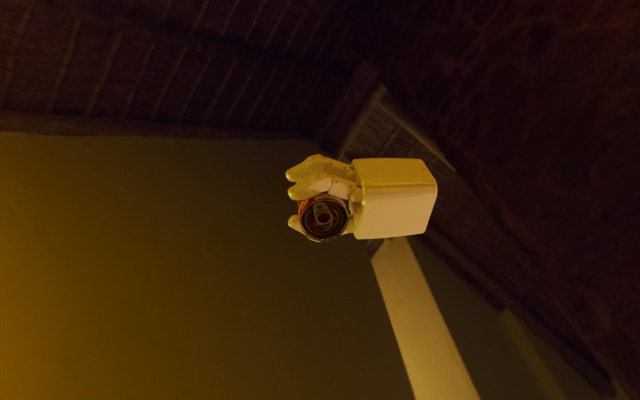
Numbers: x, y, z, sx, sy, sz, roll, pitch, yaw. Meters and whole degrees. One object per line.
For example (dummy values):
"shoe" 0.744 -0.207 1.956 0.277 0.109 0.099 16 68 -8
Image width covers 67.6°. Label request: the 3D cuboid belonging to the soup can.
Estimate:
"soup can" 0.000 0.002 0.692 0.068 0.068 0.102 0 31 -8
